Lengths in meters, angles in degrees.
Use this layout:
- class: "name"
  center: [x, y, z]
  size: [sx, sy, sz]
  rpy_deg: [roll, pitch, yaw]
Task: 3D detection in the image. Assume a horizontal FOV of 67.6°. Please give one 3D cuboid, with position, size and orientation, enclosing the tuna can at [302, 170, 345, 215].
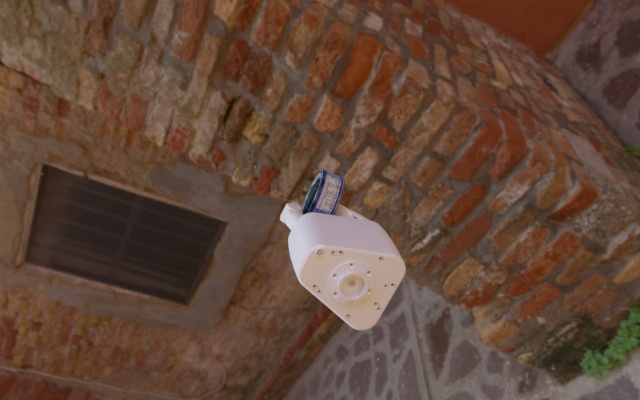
- class: "tuna can"
  center: [0.000, 0.002, 0.655]
  size: [0.034, 0.086, 0.086]
  rpy_deg: [23, -4, -10]
